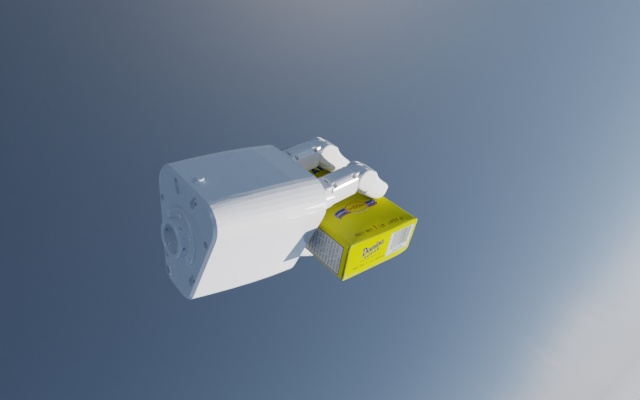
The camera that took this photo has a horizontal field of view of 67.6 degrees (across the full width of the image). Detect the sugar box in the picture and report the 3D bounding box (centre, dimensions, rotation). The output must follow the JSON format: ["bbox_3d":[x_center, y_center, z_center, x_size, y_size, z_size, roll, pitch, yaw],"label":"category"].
[{"bbox_3d":[0.000,0.001,0.485,0.093,0.048,0.176,-17,43,-39],"label":"sugar box"}]
